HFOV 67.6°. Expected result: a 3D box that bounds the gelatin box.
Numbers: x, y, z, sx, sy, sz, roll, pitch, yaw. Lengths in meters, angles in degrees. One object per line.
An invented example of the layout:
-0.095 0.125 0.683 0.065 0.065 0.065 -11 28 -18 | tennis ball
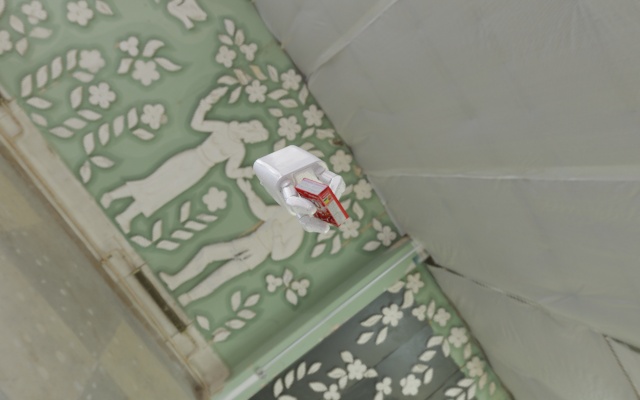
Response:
0.001 0.002 0.829 0.030 0.073 0.089 -42 29 -17 | gelatin box
